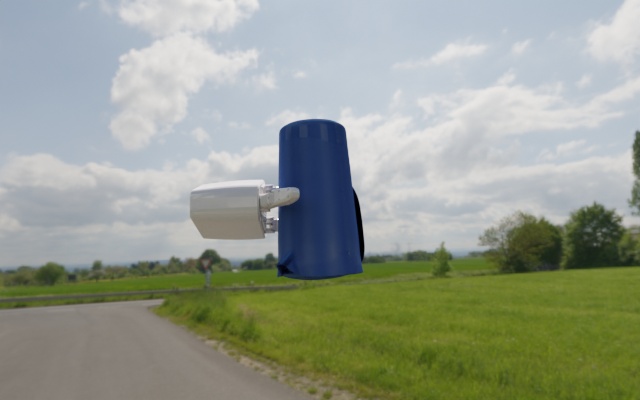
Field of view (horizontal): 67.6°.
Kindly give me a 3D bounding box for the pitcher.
[{"bbox_3d":[0.000,0.002,0.758,0.145,0.243,0.149,-3,-6,-1],"label":"pitcher"}]
